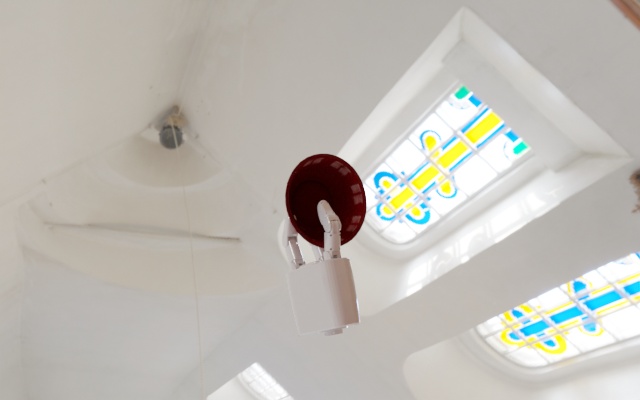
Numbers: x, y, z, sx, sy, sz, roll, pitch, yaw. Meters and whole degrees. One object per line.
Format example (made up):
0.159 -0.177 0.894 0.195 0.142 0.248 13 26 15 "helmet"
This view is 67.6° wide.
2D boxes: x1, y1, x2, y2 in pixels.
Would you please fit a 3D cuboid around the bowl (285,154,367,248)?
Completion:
0.000 0.001 0.826 0.162 0.162 0.055 0 -6 -31 "bowl"
